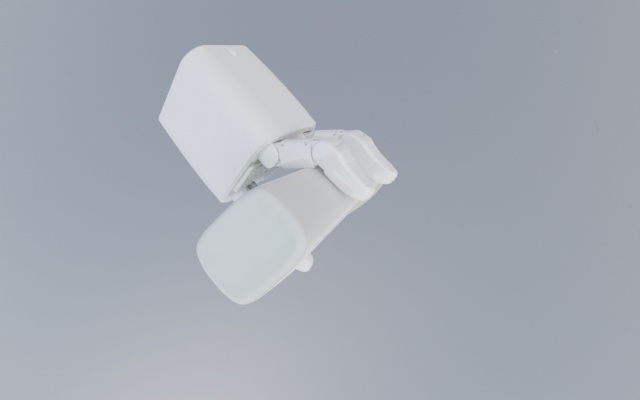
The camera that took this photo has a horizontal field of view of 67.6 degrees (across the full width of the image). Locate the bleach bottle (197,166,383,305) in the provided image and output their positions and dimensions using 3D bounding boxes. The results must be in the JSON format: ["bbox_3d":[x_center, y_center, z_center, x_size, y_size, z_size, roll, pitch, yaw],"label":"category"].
[{"bbox_3d":[0.000,0.001,0.456,0.102,0.068,0.250,-42,-5,30],"label":"bleach bottle"}]
